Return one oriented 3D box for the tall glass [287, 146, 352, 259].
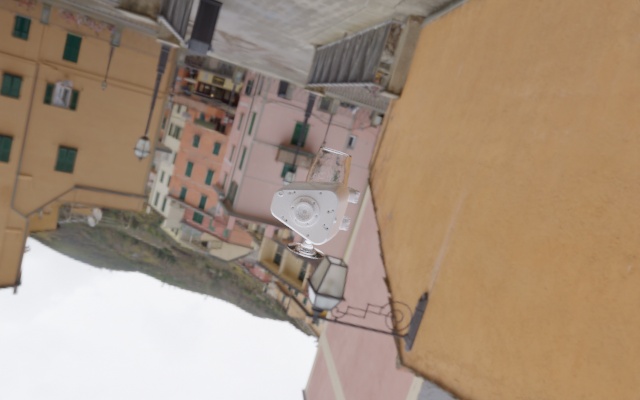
[{"bbox_3d":[0.000,0.004,0.900,0.079,0.201,0.079,17,9,-3],"label":"tall glass"}]
